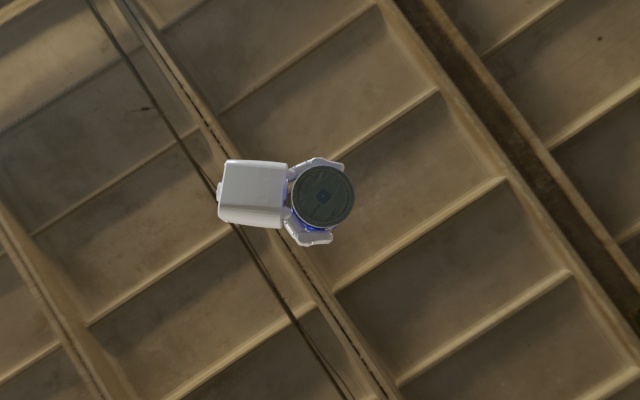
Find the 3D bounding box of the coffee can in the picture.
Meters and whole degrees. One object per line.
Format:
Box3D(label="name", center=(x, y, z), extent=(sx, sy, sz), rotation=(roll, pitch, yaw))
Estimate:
Box3D(label="coffee can", center=(0.000, 0.003, 0.836), extent=(0.103, 0.103, 0.140), rotation=(0, -8, -4))
